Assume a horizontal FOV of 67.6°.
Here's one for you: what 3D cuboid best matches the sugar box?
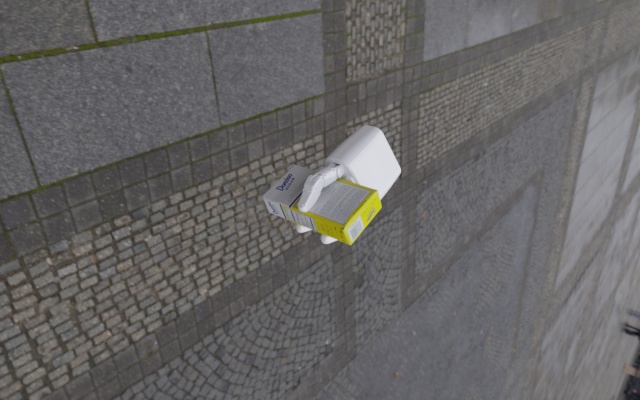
[{"bbox_3d":[0.000,0.003,0.782,0.176,0.048,0.093,19,53,38],"label":"sugar box"}]
